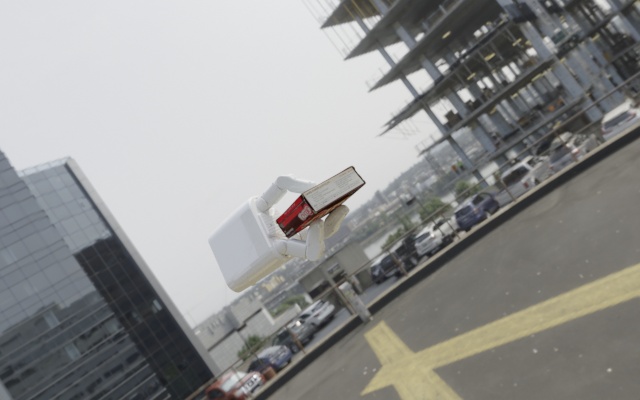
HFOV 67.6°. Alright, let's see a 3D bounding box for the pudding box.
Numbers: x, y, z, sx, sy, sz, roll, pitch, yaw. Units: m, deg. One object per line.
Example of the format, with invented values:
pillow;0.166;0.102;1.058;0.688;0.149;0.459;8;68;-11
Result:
pudding box;0.000;0.002;0.692;0.113;0.039;0.090;-33;-6;-39
